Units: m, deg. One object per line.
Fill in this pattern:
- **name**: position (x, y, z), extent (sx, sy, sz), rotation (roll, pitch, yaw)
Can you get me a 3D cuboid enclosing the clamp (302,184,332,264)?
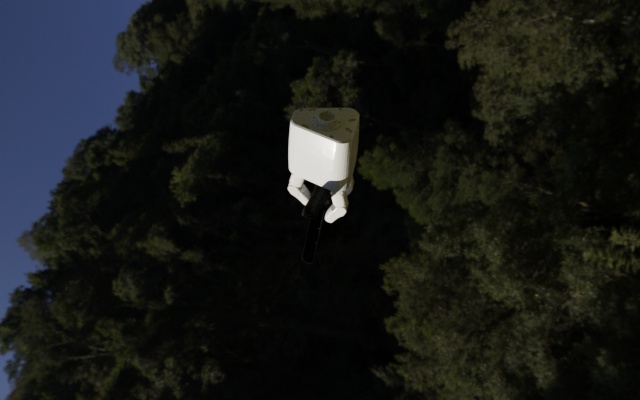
- **clamp**: position (-0.001, 0.002, 0.883), extent (0.036, 0.209, 0.165), rotation (13, -42, 6)
